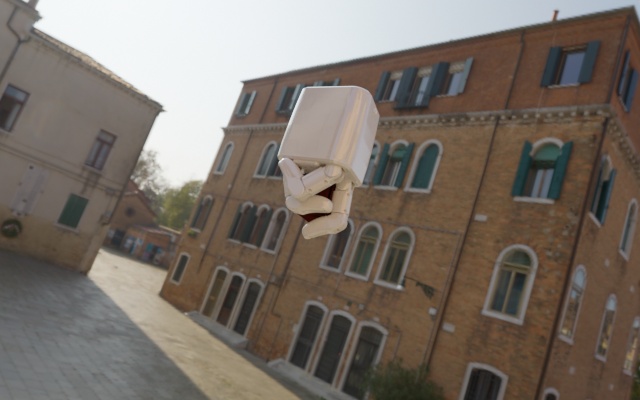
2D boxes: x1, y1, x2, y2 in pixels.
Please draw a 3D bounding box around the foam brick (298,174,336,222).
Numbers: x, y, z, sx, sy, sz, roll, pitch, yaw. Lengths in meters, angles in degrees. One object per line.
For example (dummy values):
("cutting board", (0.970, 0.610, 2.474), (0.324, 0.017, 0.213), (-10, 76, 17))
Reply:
("foam brick", (0.000, 0.002, 0.666), (0.053, 0.051, 0.078), (11, -13, 20))
